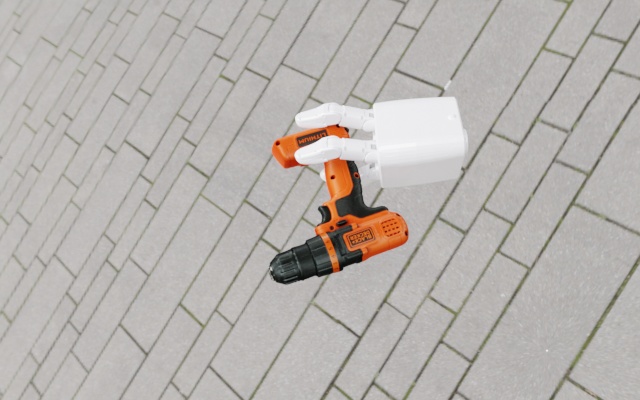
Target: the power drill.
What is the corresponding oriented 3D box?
[{"bbox_3d":[0.000,0.002,0.622,0.184,0.187,0.057,-18,-16,-11],"label":"power drill"}]
